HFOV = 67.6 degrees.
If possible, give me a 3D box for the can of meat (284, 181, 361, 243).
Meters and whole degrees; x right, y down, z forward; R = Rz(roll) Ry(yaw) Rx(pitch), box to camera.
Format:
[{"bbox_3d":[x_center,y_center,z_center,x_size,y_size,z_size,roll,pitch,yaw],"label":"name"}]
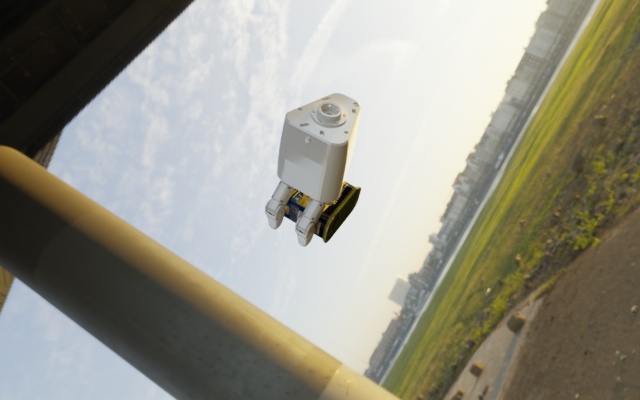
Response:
[{"bbox_3d":[0.000,0.002,0.730,0.084,0.057,0.102,29,53,16],"label":"can of meat"}]
